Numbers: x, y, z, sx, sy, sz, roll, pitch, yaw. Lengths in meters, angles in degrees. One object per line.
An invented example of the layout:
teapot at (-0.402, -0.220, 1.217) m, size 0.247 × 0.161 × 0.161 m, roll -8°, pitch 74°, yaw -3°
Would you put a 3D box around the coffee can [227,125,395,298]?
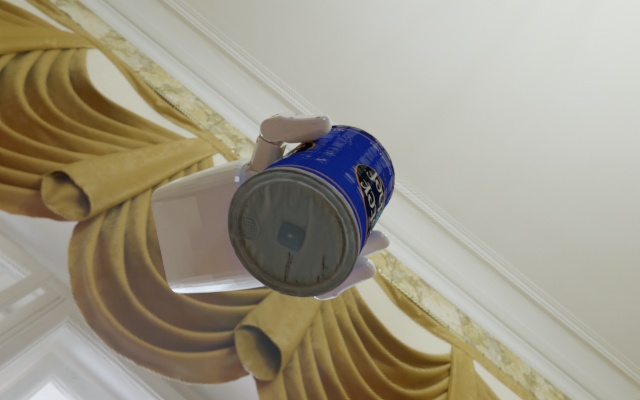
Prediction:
coffee can at (0.000, 0.001, 0.405) m, size 0.103 × 0.103 × 0.140 m, roll 0°, pitch 21°, yaw 20°
